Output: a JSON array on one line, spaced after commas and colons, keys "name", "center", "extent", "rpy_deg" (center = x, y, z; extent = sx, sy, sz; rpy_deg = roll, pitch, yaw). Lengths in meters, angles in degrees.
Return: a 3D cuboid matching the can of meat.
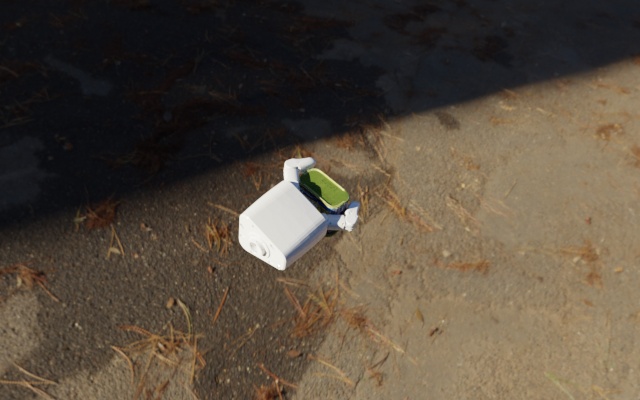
[{"name": "can of meat", "center": [0.000, 0.003, 0.866], "extent": [0.102, 0.084, 0.057], "rpy_deg": [39, 54, 21]}]
